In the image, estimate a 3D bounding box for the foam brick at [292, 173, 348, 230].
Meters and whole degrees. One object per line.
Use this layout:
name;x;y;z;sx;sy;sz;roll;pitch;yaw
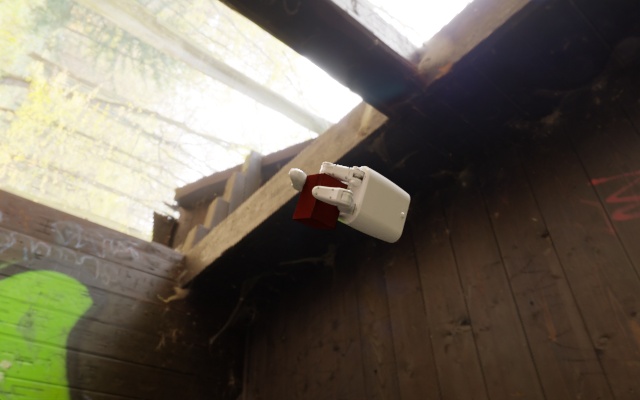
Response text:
foam brick;0.000;0.003;0.753;0.051;0.078;0.053;27;-18;-31
